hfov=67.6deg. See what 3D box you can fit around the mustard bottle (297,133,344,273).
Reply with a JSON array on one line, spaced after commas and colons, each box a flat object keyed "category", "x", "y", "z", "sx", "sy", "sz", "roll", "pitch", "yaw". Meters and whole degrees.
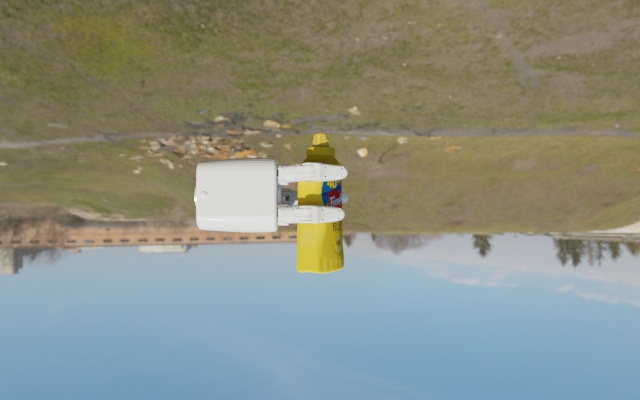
[{"category": "mustard bottle", "x": 0.000, "y": 0.002, "z": 0.668, "sx": 0.058, "sy": 0.191, "sz": 0.096, "roll": -2, "pitch": -3, "yaw": 24}]
